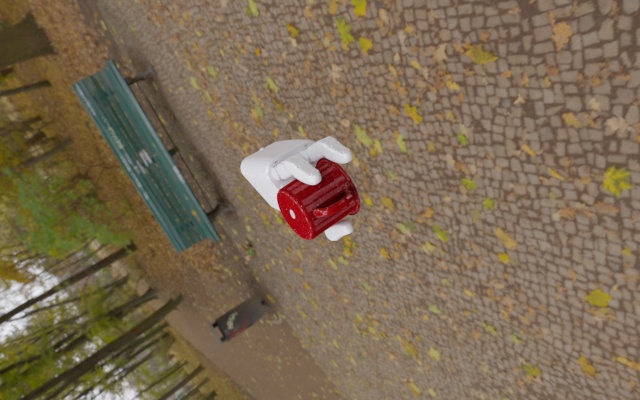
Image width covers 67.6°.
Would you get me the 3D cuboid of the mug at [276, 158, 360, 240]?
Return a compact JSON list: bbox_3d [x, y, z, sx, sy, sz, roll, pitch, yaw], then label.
[{"bbox_3d":[0.001,0.002,0.645,0.081,0.093,0.117,-34,22,-23],"label":"mug"}]
